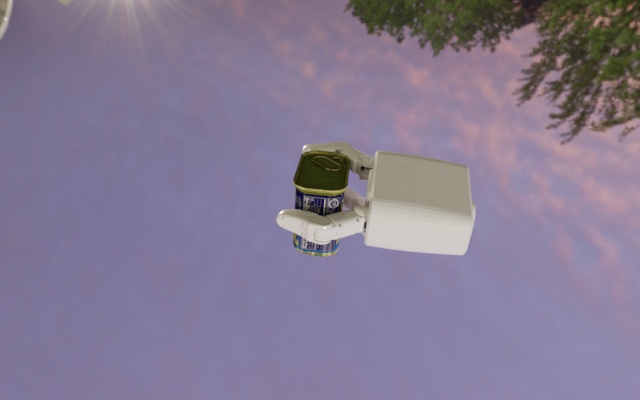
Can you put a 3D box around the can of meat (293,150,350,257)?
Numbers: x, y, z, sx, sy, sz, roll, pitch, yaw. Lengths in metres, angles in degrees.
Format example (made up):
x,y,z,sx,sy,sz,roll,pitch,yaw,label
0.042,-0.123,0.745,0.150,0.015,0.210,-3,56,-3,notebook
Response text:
x,y,z,sx,sy,sz,roll,pitch,yaw,label
0.000,0.002,0.541,0.057,0.084,0.102,6,29,3,can of meat
